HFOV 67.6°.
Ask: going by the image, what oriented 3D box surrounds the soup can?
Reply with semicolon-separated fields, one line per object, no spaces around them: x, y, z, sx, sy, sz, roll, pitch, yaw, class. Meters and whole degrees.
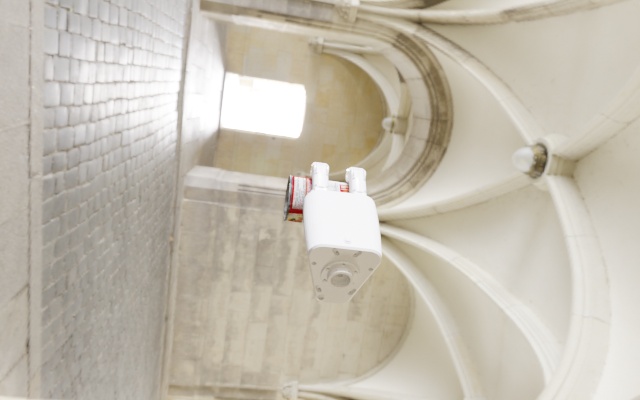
0.000;0.002;0.708;0.102;0.068;0.068;7;-1;-8;soup can
